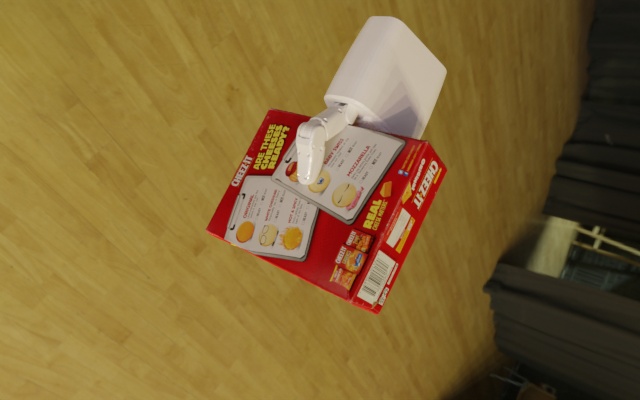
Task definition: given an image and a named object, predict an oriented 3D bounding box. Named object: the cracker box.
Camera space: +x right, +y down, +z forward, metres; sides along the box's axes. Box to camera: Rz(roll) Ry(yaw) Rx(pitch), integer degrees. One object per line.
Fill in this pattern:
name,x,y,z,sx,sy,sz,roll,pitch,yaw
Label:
cracker box,0.000,0.002,0.507,0.213,0.164,0.072,19,-12,39
